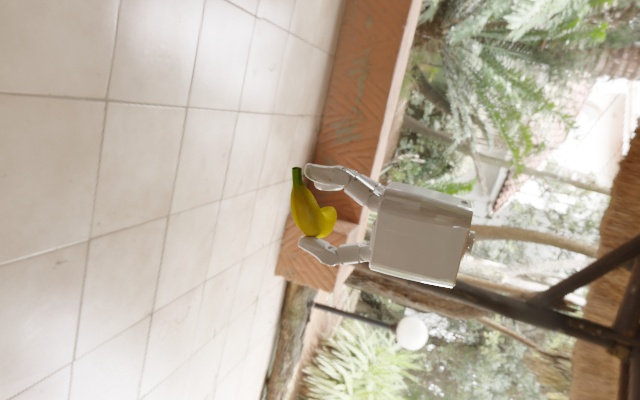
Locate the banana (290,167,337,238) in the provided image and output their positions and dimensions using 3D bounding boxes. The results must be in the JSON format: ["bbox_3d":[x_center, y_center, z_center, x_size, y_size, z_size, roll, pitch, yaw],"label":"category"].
[{"bbox_3d":[-0.005,0.019,0.652,0.037,0.069,0.198,10,-14,15],"label":"banana"}]
